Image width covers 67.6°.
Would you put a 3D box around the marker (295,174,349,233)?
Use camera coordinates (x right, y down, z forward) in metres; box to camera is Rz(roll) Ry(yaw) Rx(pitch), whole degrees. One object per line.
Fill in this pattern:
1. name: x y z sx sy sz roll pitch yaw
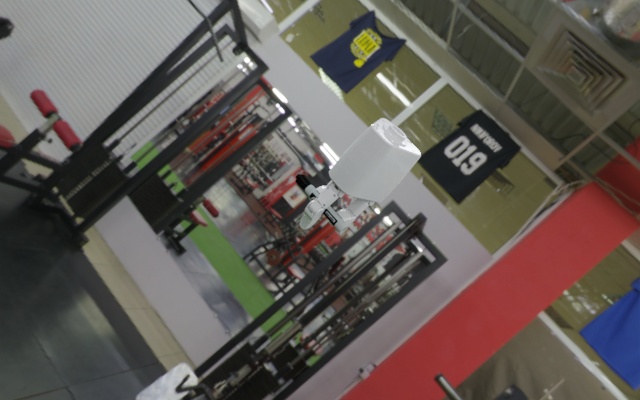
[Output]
1. marker: 0.000 0.003 0.772 0.020 0.121 0.020 -37 -17 -13
